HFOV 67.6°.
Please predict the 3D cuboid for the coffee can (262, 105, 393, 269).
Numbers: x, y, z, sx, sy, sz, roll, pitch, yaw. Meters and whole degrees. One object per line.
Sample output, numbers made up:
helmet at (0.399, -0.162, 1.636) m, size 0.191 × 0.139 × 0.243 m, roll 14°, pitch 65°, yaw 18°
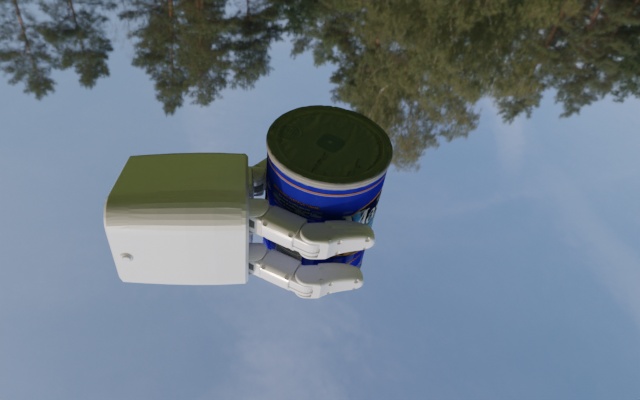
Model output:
coffee can at (0.000, 0.001, 0.432) m, size 0.103 × 0.140 × 0.102 m, roll 5°, pitch 44°, yaw -5°
